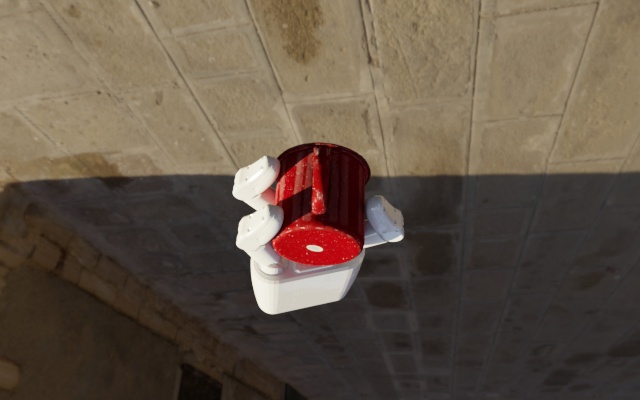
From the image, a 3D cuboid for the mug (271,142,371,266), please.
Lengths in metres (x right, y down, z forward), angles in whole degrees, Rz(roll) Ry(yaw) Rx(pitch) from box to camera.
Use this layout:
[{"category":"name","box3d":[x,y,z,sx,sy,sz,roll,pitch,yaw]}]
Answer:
[{"category":"mug","box3d":[0.000,0.001,0.421,0.093,0.081,0.117,4,-31,-2]}]
